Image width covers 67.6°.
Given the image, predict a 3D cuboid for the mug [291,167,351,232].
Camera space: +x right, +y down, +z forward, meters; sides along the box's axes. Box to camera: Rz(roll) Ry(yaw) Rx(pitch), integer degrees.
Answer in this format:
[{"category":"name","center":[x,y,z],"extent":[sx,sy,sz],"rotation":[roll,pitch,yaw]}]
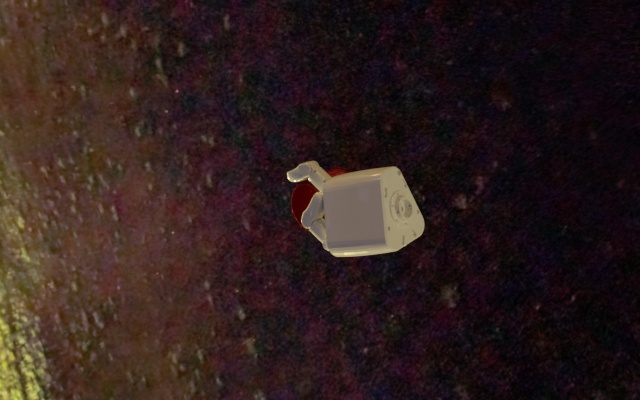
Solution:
[{"category":"mug","center":[-0.001,0.003,0.764],"extent":[0.117,0.093,0.081],"rotation":[-10,9,45]}]
